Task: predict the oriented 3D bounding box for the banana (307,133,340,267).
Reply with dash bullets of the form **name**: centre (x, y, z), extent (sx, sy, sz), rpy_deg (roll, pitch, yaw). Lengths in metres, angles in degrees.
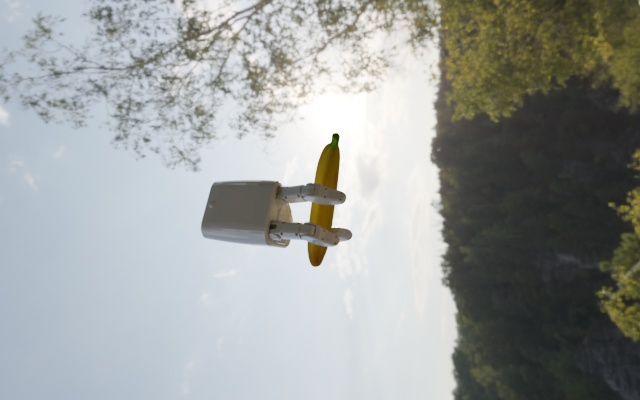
- **banana**: centre (0.003, -0.001, 0.722), extent (0.037, 0.198, 0.069), rpy_deg (7, 0, 9)
